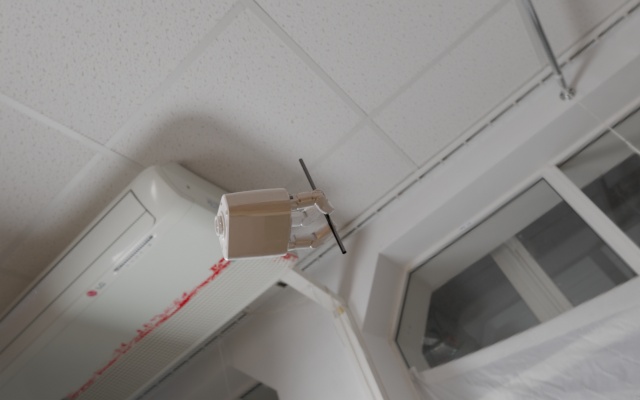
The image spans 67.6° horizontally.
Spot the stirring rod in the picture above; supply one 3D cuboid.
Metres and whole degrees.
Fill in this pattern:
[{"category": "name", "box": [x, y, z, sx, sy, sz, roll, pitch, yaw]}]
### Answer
[{"category": "stirring rod", "box": [0.000, 0.003, 0.862, 0.011, 0.011, 0.239, 0, 44, -27]}]
